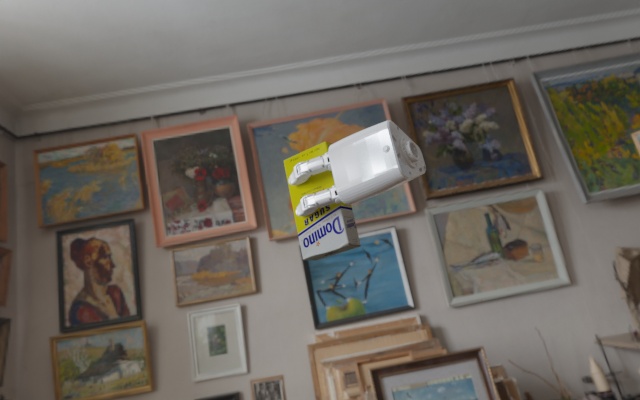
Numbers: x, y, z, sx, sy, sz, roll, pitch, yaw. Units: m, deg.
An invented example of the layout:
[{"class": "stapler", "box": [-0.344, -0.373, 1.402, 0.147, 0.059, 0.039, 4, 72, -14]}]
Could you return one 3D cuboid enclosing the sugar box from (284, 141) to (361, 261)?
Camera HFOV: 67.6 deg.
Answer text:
[{"class": "sugar box", "box": [0.000, 0.002, 0.786, 0.093, 0.176, 0.048, -22, -20, 30]}]
